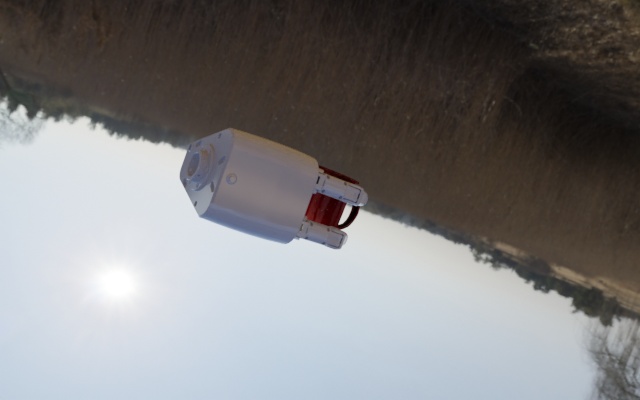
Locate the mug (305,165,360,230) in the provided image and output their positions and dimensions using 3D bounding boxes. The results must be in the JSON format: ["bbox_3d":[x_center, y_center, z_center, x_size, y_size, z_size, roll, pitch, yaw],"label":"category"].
[{"bbox_3d":[0.001,0.003,0.605,0.117,0.081,0.093,20,2,-35],"label":"mug"}]
